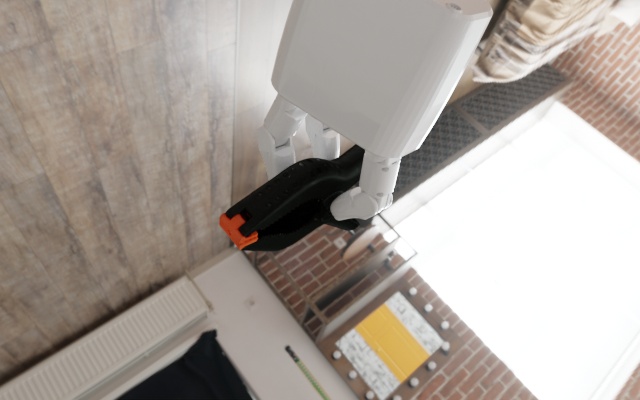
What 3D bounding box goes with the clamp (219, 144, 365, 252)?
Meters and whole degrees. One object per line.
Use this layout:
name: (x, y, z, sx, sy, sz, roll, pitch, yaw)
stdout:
clamp: (0.000, 0.002, 0.430, 0.210, 0.036, 0.165, -27, -27, -38)
